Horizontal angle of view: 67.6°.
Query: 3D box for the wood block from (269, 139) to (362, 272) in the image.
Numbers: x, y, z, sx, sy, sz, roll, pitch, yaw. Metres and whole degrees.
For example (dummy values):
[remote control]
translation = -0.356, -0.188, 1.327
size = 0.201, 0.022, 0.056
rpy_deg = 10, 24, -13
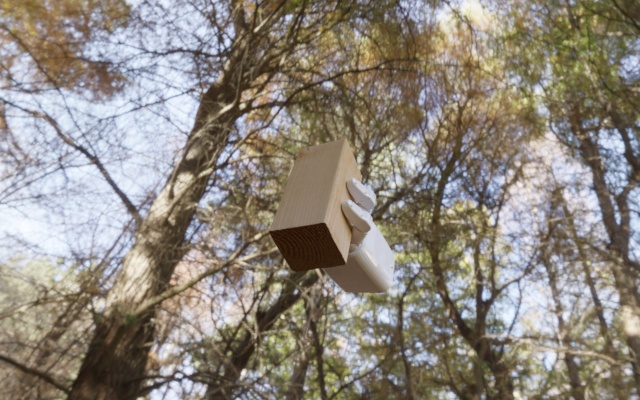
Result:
[wood block]
translation = 0.000, 0.003, 0.758
size = 0.091, 0.090, 0.206
rpy_deg = -11, 37, 22
